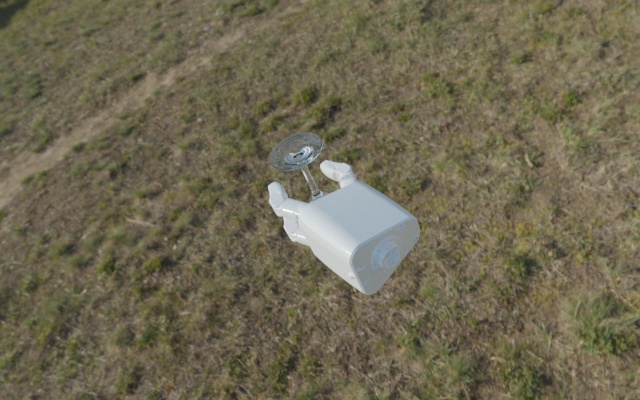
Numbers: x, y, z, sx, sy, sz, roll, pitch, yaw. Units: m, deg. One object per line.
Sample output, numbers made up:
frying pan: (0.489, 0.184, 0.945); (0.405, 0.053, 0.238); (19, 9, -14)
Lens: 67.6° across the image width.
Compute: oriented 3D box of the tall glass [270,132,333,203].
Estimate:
tall glass: (0.000, 0.002, 0.691); (0.079, 0.079, 0.201); (0, -43, 26)
